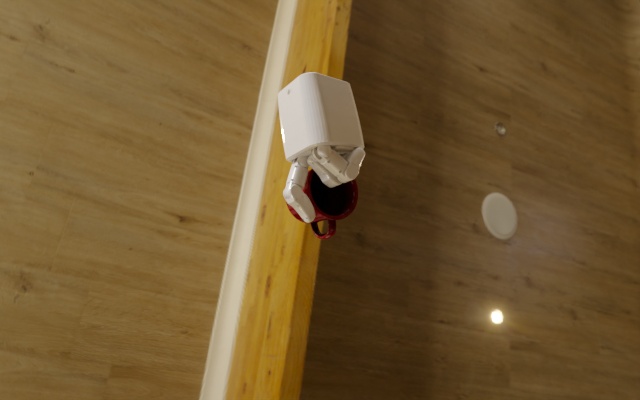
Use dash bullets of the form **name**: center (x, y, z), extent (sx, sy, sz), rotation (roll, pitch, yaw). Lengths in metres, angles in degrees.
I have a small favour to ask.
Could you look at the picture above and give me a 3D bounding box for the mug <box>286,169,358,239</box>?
- **mug**: center (0.000, 0.004, 0.746), extent (0.093, 0.117, 0.081), rotation (-5, -8, -34)
